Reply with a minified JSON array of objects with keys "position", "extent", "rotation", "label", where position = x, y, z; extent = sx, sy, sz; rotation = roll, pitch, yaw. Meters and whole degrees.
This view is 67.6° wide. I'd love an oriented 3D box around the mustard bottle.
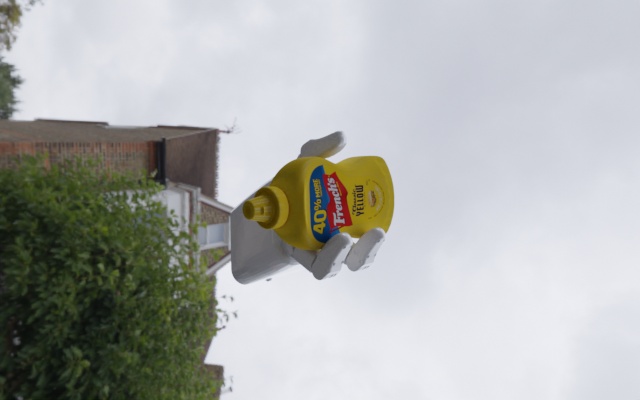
[{"position":[0.001,0.002,0.504],"extent":[0.191,0.096,0.058],"rotation":[-6,7,-45],"label":"mustard bottle"}]
